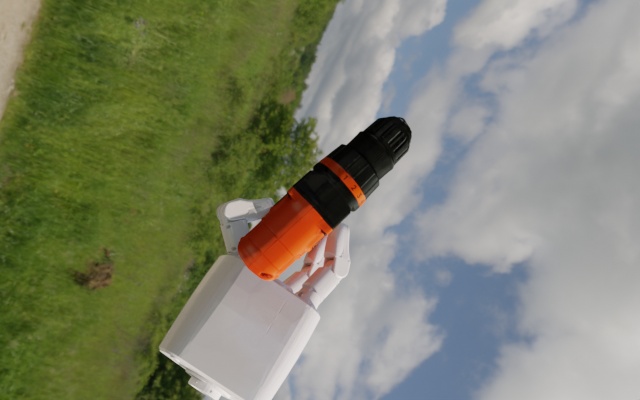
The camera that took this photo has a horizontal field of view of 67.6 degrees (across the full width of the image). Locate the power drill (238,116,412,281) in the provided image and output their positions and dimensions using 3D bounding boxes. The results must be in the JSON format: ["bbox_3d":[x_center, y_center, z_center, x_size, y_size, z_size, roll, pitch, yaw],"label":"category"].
[{"bbox_3d":[0.000,0.002,0.474,0.184,0.057,0.188,-41,-3,-9],"label":"power drill"}]
